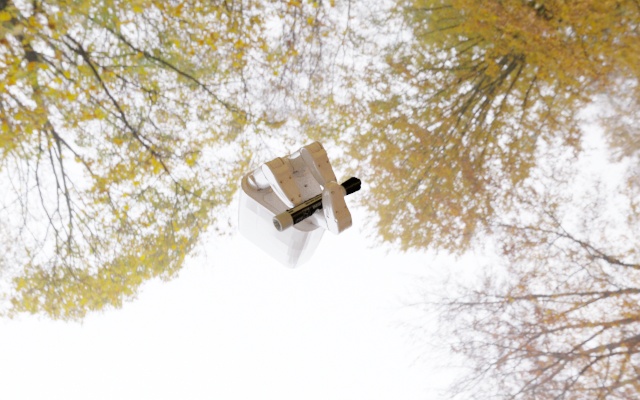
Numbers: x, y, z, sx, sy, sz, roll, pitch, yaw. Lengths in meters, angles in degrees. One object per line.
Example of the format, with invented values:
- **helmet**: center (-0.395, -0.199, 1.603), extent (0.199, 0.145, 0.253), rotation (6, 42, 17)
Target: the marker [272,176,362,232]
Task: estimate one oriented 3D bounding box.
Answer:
- **marker**: center (0.000, 0.002, 0.538), extent (0.121, 0.020, 0.020), rotation (-28, 15, -30)
